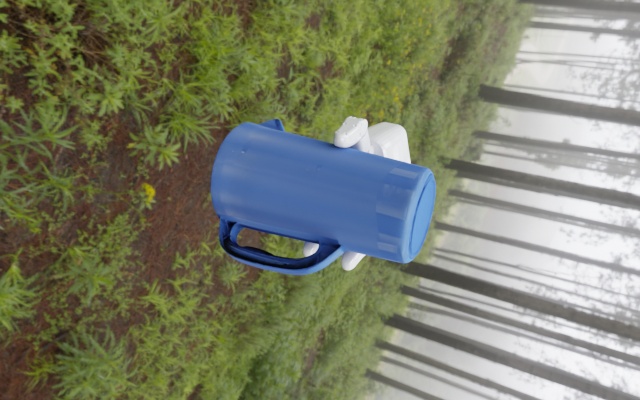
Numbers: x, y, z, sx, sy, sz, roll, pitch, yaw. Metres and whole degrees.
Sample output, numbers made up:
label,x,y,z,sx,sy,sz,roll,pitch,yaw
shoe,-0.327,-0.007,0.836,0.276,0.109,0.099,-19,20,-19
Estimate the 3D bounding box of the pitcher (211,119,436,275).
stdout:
label,x,y,z,sx,sy,sz,roll,pitch,yaw
pitcher,0.000,0.002,0.561,0.243,0.149,0.145,14,25,23
